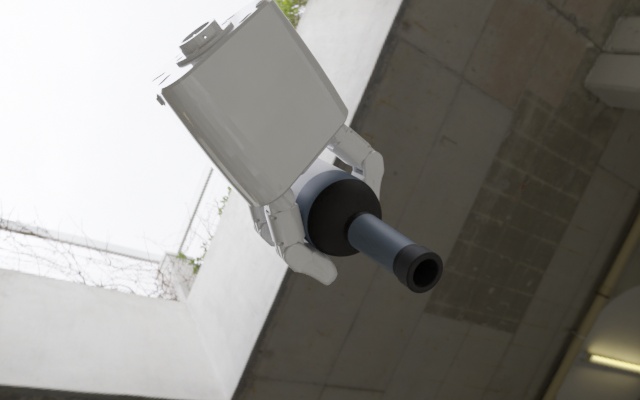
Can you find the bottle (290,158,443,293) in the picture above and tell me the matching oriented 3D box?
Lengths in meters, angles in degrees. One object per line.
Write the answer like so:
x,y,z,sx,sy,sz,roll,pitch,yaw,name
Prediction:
0.000,0.001,0.415,0.069,0.069,0.295,0,17,-27,bottle
